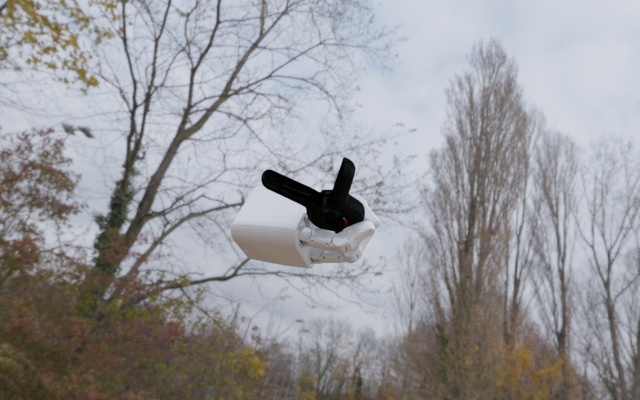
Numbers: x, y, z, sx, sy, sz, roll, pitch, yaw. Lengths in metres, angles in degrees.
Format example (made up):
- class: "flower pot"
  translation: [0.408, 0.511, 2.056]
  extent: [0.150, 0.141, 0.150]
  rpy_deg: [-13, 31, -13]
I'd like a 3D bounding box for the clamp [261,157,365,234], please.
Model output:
- class: "clamp"
  translation: [0.000, 0.002, 0.624]
  extent: [0.120, 0.039, 0.172]
  rpy_deg: [3, -32, 19]
